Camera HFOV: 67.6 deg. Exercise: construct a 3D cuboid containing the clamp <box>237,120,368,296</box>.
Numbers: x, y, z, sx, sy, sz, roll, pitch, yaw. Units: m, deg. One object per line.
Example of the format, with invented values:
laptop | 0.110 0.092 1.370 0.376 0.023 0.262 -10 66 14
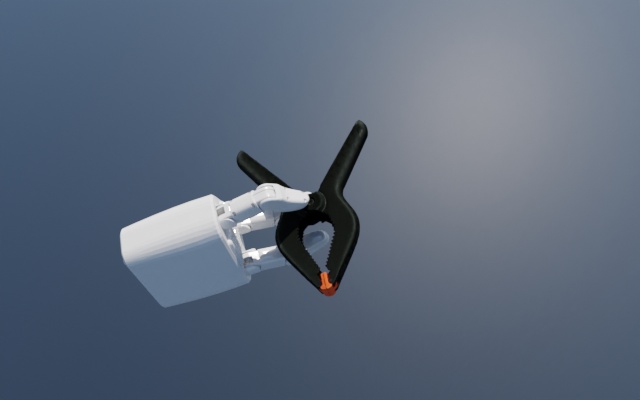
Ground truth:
clamp | 0.000 0.002 0.543 0.164 0.209 0.036 -20 -30 3
